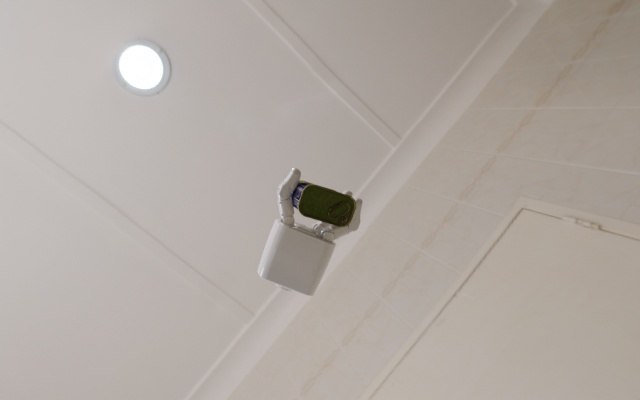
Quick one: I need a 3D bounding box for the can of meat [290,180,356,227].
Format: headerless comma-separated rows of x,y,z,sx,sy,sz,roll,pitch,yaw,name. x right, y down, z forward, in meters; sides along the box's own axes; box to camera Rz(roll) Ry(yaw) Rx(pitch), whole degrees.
0.000,0.003,0.851,0.102,0.057,0.084,17,4,-20,can of meat
